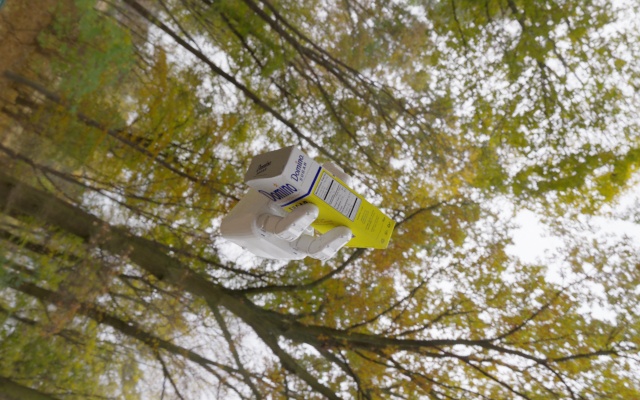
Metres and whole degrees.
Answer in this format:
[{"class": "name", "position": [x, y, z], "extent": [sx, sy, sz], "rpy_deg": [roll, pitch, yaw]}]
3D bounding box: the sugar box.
[{"class": "sugar box", "position": [0.000, 0.002, 0.587], "extent": [0.176, 0.048, 0.093], "rpy_deg": [32, -21, -30]}]
